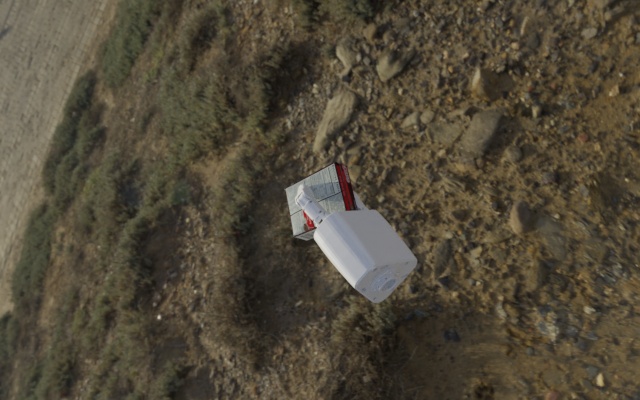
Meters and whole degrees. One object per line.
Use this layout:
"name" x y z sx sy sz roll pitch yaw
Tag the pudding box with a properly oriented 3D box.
"pudding box" 0.000 0.003 0.757 0.113 0.090 0.039 -25 -25 31
